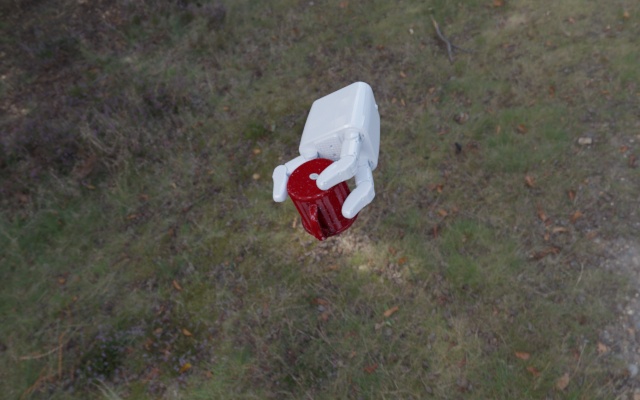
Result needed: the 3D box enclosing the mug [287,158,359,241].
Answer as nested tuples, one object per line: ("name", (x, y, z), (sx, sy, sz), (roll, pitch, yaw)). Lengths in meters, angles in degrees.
("mug", (0.000, 0.003, 0.683), (0.093, 0.117, 0.082), (-7, -42, 19))
